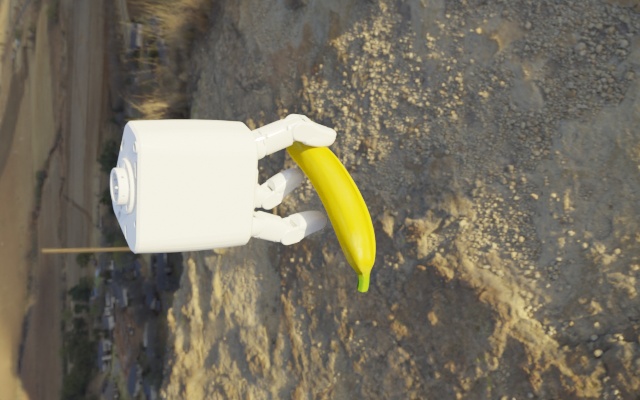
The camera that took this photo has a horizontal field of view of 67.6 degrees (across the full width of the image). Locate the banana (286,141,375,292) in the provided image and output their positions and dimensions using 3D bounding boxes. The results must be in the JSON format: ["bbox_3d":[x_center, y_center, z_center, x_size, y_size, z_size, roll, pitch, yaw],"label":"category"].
[{"bbox_3d":[0.009,-0.006,0.490,0.037,0.197,0.070,-7,-29,-34],"label":"banana"}]
